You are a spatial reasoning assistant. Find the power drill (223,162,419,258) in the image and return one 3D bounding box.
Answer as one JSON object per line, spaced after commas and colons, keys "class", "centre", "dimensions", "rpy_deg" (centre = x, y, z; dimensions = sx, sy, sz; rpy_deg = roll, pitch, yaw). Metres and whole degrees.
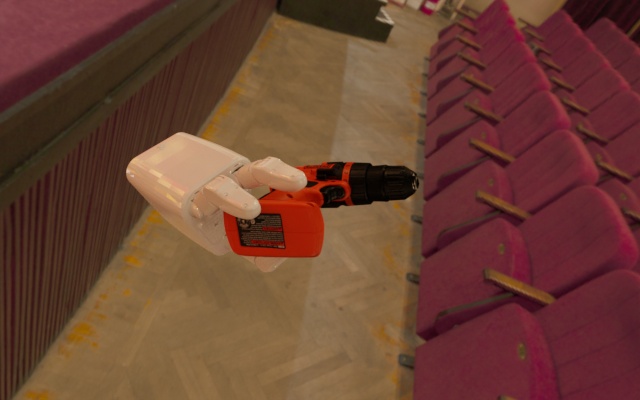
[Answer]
{"class": "power drill", "centre": [0.000, 0.002, 0.514], "dimensions": [0.184, 0.057, 0.187], "rpy_deg": [-2, 15, 24]}
